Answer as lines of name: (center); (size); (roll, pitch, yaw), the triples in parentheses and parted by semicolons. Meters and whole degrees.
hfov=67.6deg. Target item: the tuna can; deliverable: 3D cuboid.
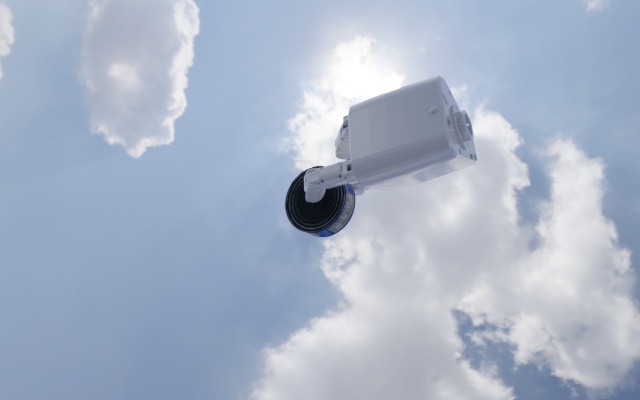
tuna can: (0.000, 0.002, 0.597); (0.086, 0.086, 0.034); (0, -16, 32)
